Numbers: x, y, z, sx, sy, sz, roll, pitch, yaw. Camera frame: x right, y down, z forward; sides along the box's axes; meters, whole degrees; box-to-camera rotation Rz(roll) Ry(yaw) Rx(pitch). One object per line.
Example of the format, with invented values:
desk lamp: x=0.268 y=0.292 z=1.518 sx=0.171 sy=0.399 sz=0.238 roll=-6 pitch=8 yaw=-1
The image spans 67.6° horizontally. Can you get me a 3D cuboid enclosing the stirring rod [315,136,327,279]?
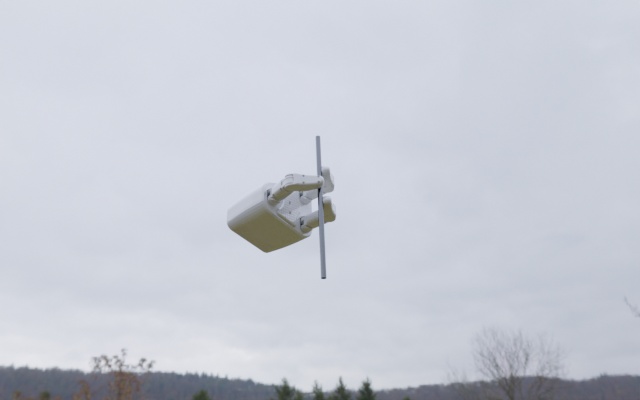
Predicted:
stirring rod: x=0.000 y=0.002 z=0.721 sx=0.011 sy=0.239 sz=0.011 roll=-2 pitch=-28 yaw=-1
